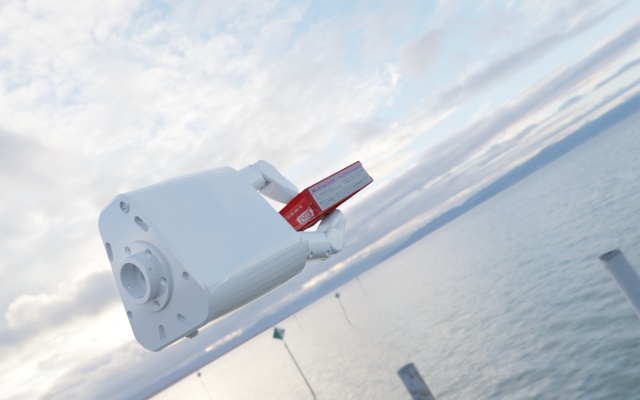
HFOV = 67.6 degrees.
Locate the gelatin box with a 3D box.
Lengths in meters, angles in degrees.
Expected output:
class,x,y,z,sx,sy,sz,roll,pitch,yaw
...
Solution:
class,x,y,z,sx,sy,sz,roll,pitch,yaw
gelatin box,0.000,0.001,0.471,0.089,0.030,0.073,-31,-5,-44
